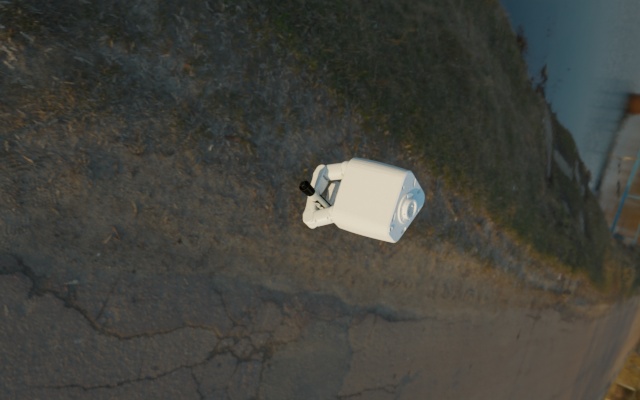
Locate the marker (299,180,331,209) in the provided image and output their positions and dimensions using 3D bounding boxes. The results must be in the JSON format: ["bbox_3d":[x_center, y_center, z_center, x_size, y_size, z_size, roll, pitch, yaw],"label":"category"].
[{"bbox_3d":[0.000,0.003,0.788,0.020,0.020,0.121,0,-28,32],"label":"marker"}]
